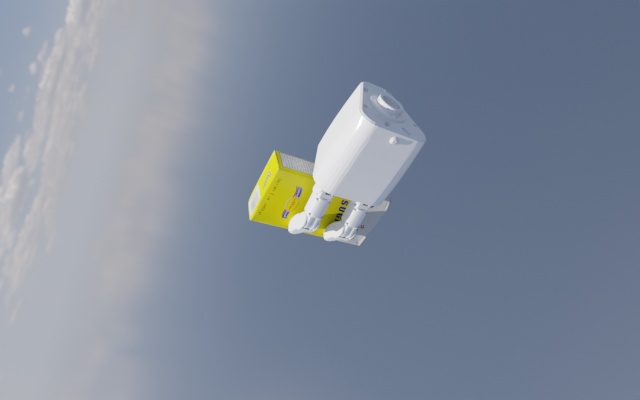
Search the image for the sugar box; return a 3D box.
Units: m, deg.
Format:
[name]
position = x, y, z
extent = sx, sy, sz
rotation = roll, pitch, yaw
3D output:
[sugar box]
position = 0.000, 0.002, 0.649
extent = 0.176, 0.093, 0.048
rotation = 16, 35, -25
